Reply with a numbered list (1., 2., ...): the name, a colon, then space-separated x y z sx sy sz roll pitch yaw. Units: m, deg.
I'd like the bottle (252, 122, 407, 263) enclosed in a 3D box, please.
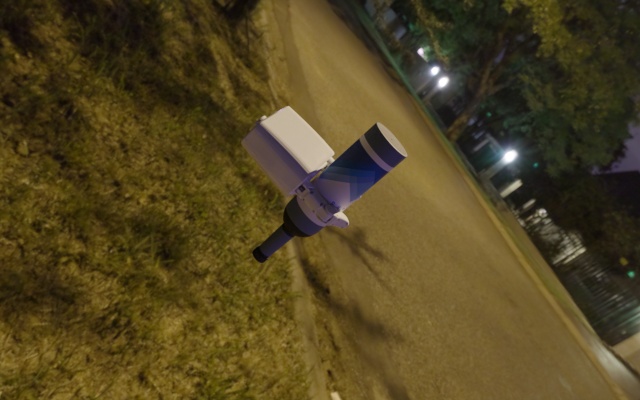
1. bottle: 0.000 0.002 0.740 0.296 0.069 0.069 -41 -18 21
